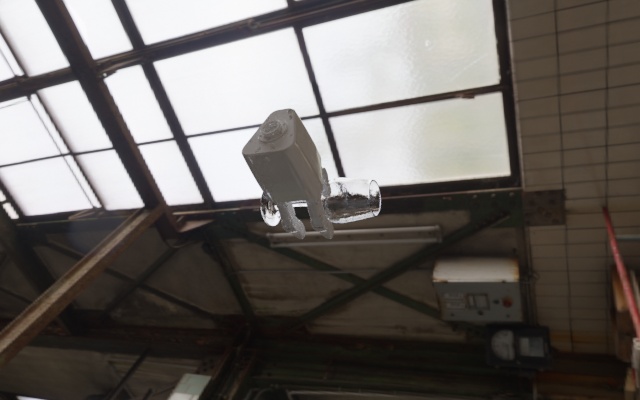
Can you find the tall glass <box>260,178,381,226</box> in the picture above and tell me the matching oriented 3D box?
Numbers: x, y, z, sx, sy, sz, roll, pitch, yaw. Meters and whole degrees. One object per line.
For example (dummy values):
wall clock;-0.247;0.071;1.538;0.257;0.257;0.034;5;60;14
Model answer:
tall glass;0.000;0.003;0.828;0.201;0.079;0.079;-4;-2;25
